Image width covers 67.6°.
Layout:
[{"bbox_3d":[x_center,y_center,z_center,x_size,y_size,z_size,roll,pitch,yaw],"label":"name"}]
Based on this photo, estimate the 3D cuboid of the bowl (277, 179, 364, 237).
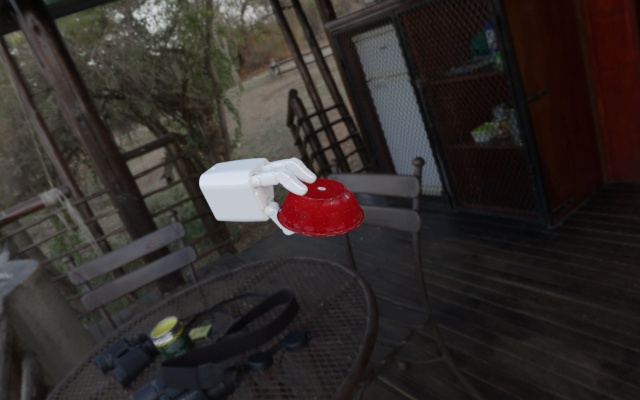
[{"bbox_3d":[0.001,0.002,0.868,0.162,0.055,0.162,0,26,0],"label":"bowl"}]
